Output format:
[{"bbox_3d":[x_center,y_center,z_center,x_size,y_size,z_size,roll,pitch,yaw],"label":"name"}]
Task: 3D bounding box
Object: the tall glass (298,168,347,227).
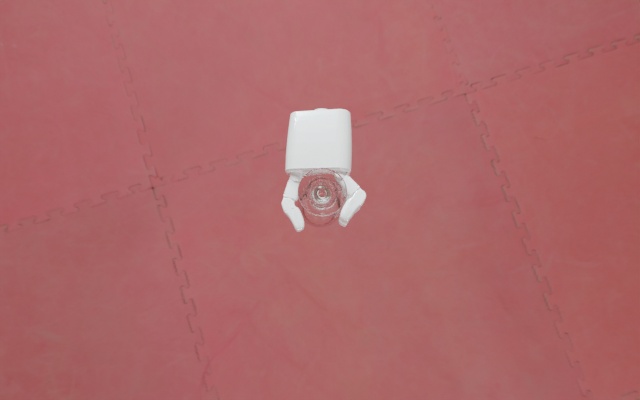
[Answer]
[{"bbox_3d":[0.000,0.003,0.811,0.079,0.079,0.201,0,-10,-2],"label":"tall glass"}]
